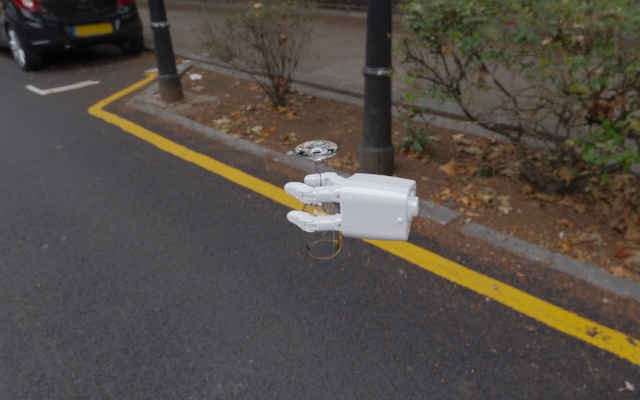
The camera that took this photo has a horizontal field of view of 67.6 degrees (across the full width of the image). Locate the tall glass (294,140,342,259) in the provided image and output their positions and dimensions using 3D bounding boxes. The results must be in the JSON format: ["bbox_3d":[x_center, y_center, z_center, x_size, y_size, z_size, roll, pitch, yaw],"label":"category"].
[{"bbox_3d":[0.000,0.002,0.830,0.079,0.201,0.079,-3,29,2],"label":"tall glass"}]
